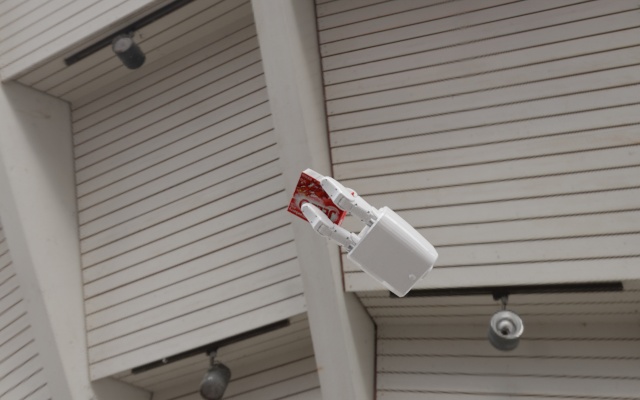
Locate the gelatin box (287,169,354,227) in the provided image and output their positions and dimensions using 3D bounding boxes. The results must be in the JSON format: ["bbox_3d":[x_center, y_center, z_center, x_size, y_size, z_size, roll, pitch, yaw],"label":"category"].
[{"bbox_3d":[0.000,0.002,0.755,0.089,0.073,0.030,28,24,13],"label":"gelatin box"}]
